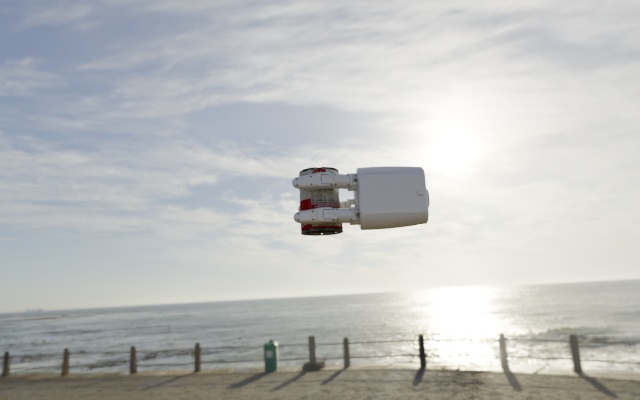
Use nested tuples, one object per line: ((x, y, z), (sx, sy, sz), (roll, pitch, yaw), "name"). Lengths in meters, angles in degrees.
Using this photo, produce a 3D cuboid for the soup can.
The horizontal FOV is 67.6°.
((0.000, 0.002, 0.773), (0.068, 0.102, 0.068), (-3, -11, -1), "soup can")
